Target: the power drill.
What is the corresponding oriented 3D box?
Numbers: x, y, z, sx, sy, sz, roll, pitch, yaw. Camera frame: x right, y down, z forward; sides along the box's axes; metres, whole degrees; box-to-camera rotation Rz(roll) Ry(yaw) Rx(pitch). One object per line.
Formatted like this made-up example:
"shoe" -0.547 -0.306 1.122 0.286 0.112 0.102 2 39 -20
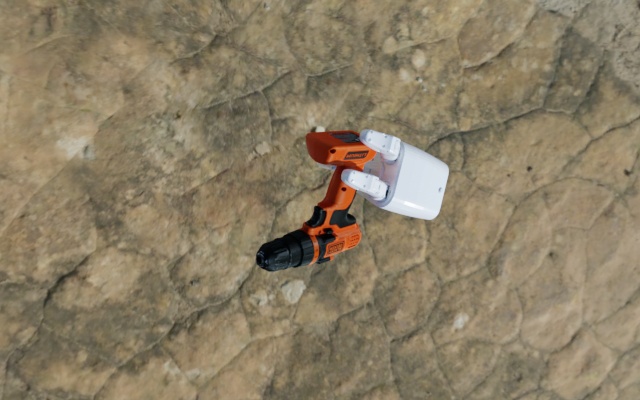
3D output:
"power drill" 0.000 0.002 0.645 0.057 0.188 0.184 33 31 34
